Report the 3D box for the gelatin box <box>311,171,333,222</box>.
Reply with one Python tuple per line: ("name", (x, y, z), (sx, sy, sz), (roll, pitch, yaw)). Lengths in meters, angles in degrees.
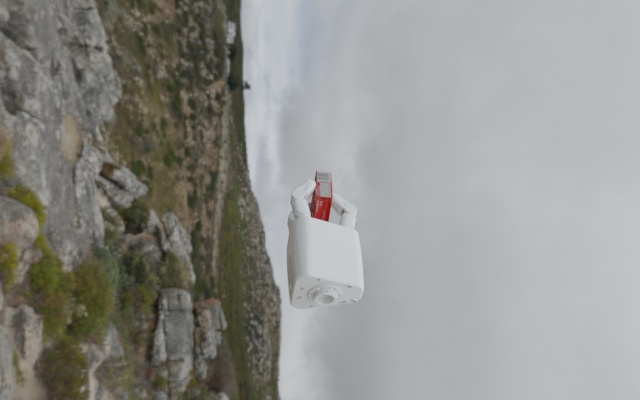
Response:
("gelatin box", (0.001, 0.003, 0.816), (0.030, 0.073, 0.089), (6, 33, -5))
